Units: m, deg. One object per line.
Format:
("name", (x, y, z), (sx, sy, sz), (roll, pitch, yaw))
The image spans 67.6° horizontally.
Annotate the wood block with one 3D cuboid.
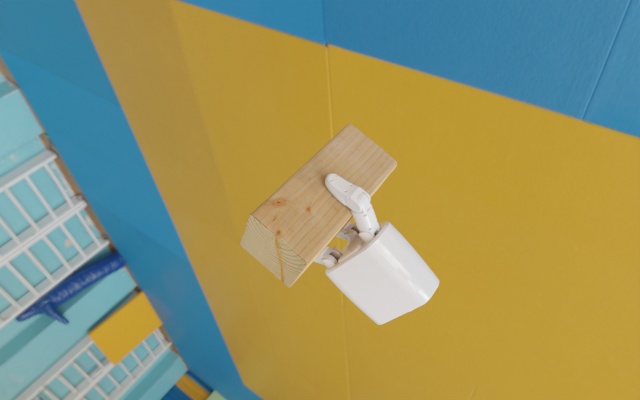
("wood block", (0.000, 0.002, 0.636), (0.206, 0.090, 0.091), (-46, -7, -33))
